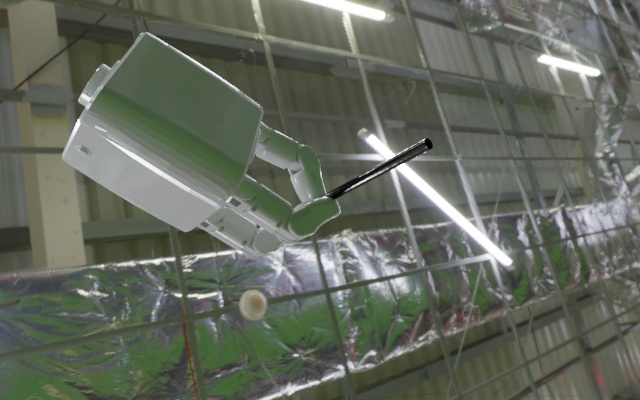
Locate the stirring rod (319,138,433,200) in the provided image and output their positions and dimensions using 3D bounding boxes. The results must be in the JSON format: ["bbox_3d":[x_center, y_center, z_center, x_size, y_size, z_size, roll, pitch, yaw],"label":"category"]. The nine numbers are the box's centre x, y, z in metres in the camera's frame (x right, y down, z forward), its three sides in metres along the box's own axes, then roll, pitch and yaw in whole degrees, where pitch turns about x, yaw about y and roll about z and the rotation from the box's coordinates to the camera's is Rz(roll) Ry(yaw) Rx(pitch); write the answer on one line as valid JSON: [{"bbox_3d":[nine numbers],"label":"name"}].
[{"bbox_3d":[0.000,0.001,0.400,0.011,0.011,0.239,0,-19,-38],"label":"stirring rod"}]
